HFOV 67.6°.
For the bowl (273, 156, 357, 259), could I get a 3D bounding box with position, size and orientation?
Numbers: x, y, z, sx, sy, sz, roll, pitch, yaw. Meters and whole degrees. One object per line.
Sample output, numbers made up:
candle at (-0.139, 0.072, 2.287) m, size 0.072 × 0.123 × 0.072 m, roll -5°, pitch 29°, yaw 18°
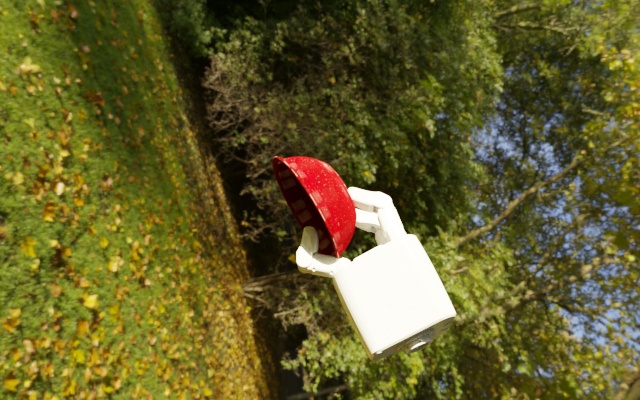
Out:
bowl at (0.000, 0.001, 0.630) m, size 0.055 × 0.162 × 0.162 m, roll -31°, pitch 8°, yaw -14°
